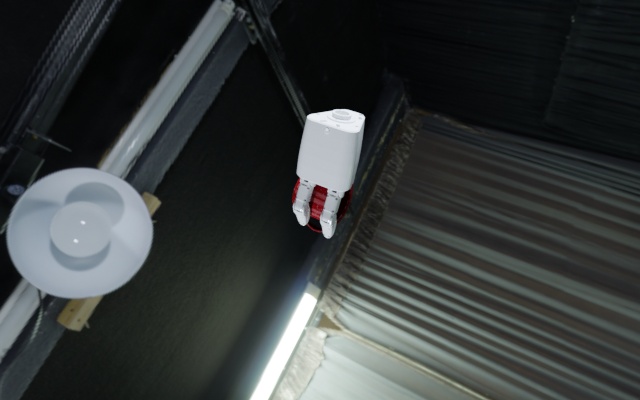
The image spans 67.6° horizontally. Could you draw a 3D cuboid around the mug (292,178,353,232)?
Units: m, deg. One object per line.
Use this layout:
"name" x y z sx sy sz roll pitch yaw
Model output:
"mug" 0.000 0.004 0.884 0.081 0.117 0.093 23 29 22
